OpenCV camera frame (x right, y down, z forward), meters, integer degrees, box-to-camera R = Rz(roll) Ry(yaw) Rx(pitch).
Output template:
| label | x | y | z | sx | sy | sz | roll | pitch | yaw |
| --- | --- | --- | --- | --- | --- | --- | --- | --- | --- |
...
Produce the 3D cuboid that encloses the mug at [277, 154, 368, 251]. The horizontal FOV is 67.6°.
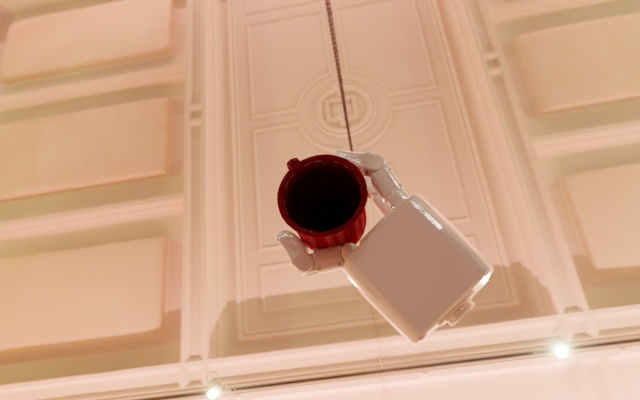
| label | x | y | z | sx | sy | sz | roll | pitch | yaw |
| --- | --- | --- | --- | --- | --- | --- | --- | --- | --- |
| mug | -0.001 | 0.001 | 0.524 | 0.093 | 0.117 | 0.081 | -38 | -25 | -8 |
